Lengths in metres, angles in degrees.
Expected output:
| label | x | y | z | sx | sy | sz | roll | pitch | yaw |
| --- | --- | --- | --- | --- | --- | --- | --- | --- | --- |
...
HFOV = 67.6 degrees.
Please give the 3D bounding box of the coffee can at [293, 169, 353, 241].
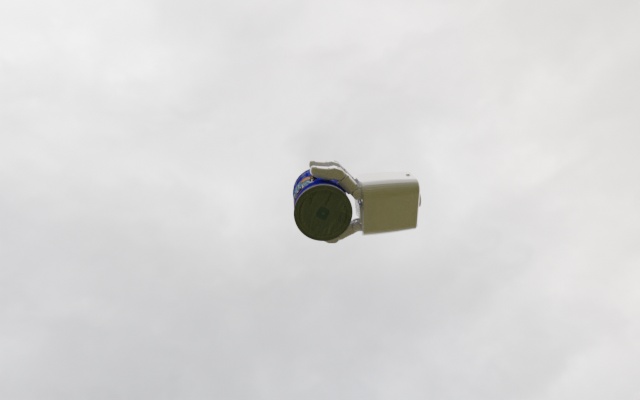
| label | x | y | z | sx | sy | sz | roll | pitch | yaw |
| --- | --- | --- | --- | --- | --- | --- | --- | --- | --- |
| coffee can | 0.000 | 0.003 | 0.888 | 0.103 | 0.103 | 0.140 | 0 | 17 | -4 |
